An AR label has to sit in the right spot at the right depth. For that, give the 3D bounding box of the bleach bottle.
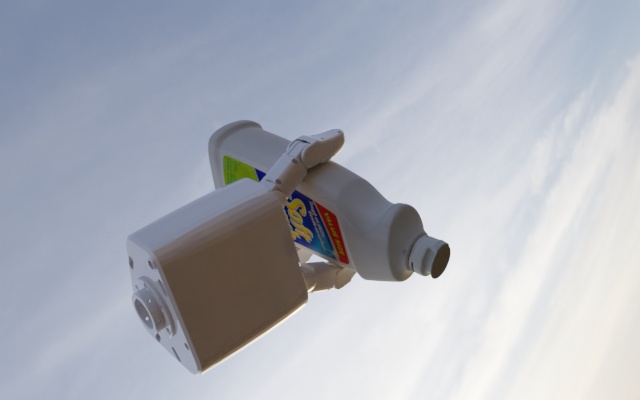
[{"bbox_3d":[0.000,0.001,0.433,0.250,0.103,0.068,22,39,39],"label":"bleach bottle"}]
